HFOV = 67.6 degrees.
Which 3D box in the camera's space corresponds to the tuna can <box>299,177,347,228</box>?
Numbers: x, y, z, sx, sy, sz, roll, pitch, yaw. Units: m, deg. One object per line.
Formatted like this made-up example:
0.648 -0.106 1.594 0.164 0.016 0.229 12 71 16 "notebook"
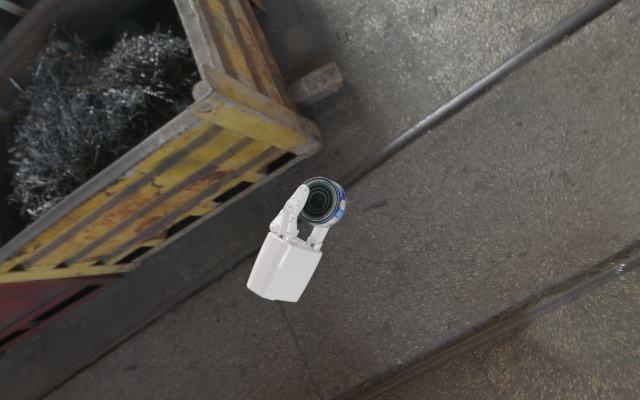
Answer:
0.000 0.003 0.833 0.086 0.086 0.034 0 -11 24 "tuna can"
